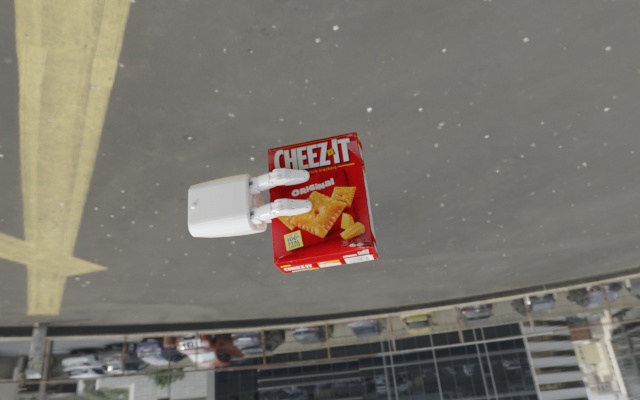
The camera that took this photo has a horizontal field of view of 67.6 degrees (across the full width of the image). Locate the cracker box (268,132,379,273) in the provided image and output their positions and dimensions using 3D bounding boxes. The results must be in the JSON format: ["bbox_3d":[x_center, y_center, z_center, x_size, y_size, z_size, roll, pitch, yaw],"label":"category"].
[{"bbox_3d":[0.000,0.003,0.807,0.164,0.213,0.072,-10,-24,9],"label":"cracker box"}]
